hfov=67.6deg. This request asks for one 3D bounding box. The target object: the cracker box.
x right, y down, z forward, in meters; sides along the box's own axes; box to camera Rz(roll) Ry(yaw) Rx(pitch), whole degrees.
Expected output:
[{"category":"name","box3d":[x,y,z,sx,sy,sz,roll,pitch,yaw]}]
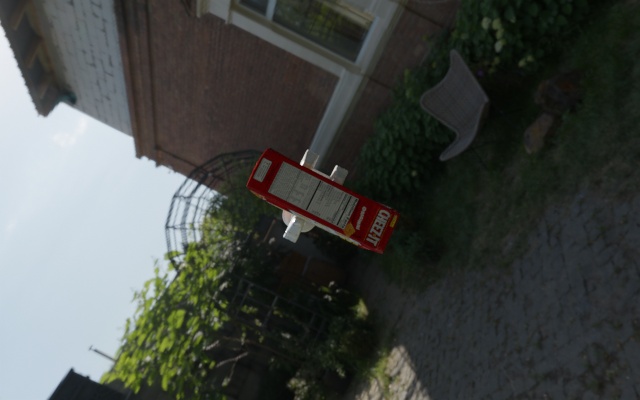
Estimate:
[{"category":"cracker box","box3d":[0.000,0.003,0.738,0.214,0.072,0.164,26,-4,-3]}]
